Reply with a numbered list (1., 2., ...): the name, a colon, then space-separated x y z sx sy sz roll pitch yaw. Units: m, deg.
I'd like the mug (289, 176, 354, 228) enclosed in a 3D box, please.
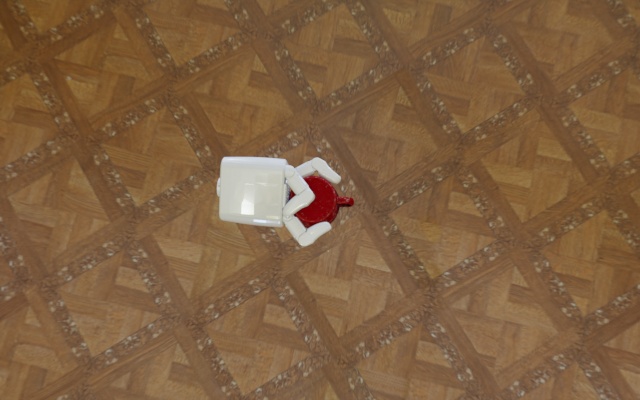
1. mug: 0.002 0.003 0.836 0.117 0.093 0.081 3 -6 2
